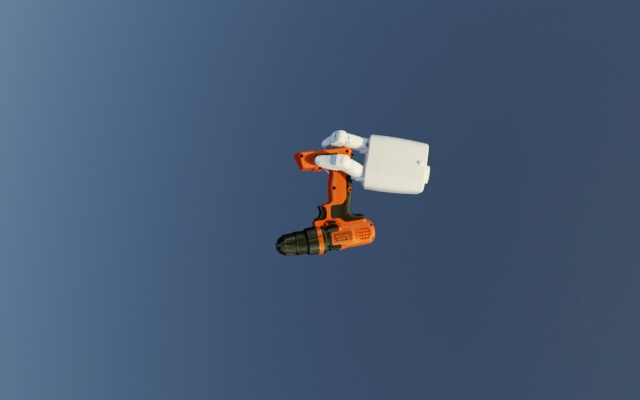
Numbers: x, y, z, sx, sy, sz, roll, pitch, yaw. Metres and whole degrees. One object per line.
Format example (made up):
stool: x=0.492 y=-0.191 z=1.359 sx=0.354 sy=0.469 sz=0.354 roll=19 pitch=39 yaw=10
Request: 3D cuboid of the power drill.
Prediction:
power drill: x=0.000 y=0.002 z=0.869 sx=0.184 sy=0.187 sz=0.057 roll=-8 pitch=4 yaw=-14
